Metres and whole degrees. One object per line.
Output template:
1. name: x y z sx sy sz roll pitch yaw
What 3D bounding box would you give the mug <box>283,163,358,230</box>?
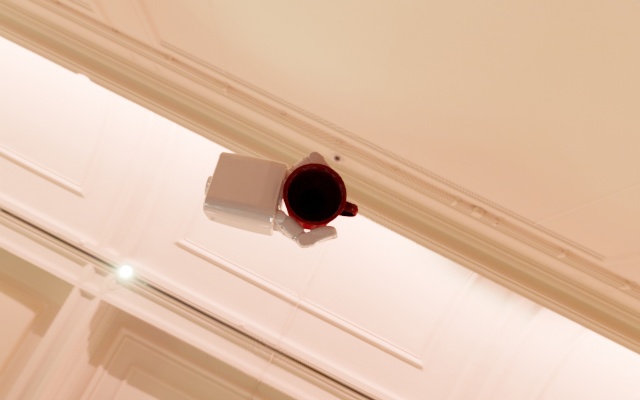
1. mug: 0.002 0.003 0.726 0.117 0.093 0.081 14 -14 -2
